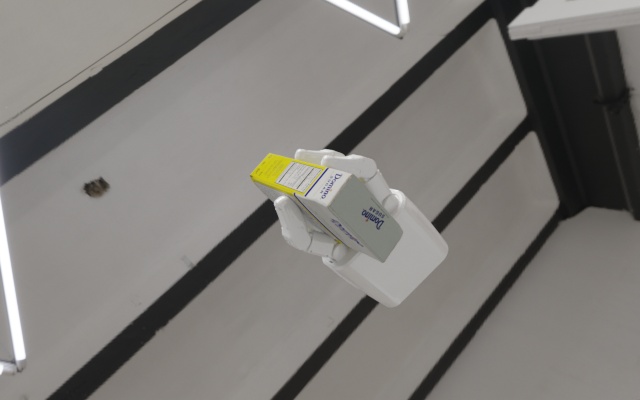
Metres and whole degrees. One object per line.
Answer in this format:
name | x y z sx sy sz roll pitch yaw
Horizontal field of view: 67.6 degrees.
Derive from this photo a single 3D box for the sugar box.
sugar box | 0.000 0.001 0.508 0.093 0.048 0.176 45 -16 -31
